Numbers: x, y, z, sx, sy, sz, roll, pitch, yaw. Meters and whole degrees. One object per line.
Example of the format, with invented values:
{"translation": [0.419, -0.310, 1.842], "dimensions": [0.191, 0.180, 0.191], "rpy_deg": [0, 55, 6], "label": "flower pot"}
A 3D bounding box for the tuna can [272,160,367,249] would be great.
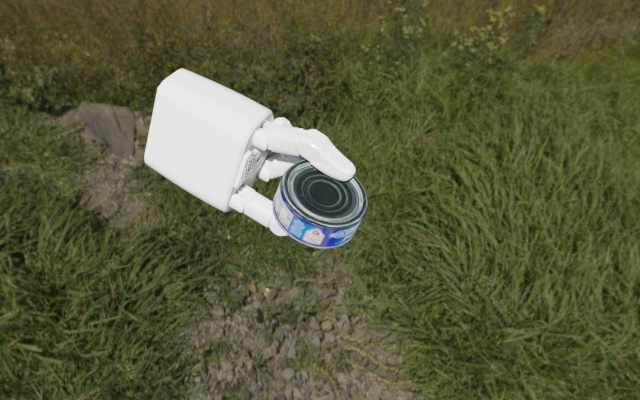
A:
{"translation": [0.000, 0.001, 0.451], "dimensions": [0.086, 0.086, 0.034], "rpy_deg": [0, -39, -23], "label": "tuna can"}
